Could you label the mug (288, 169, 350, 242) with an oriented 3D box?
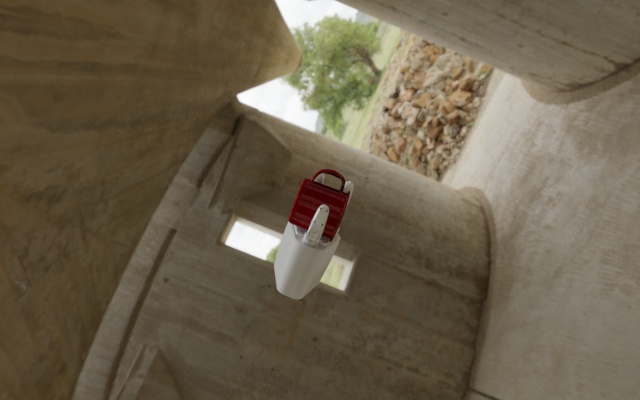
[{"bbox_3d":[0.000,0.001,0.803,0.081,0.117,0.093,21,18,-1],"label":"mug"}]
